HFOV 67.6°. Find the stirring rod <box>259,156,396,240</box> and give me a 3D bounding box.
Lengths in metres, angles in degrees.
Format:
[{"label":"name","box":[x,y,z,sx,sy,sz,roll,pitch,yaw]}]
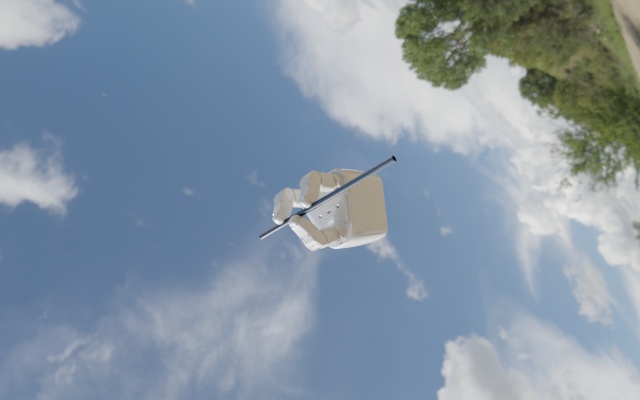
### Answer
[{"label":"stirring rod","box":[0.000,0.002,0.621,0.239,0.011,0.011,-31,-19,34]}]
